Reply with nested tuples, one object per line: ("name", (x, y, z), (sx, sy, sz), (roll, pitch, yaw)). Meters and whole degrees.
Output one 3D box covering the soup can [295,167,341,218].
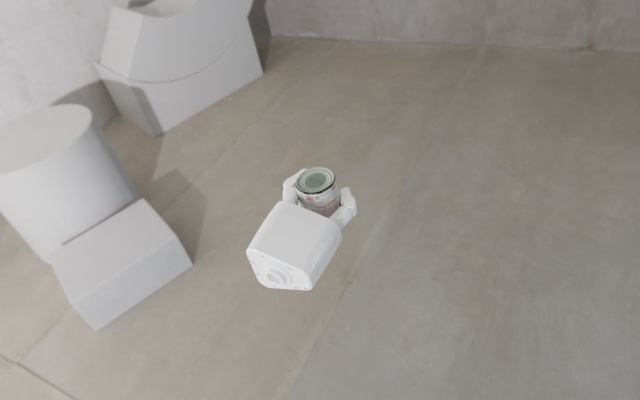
("soup can", (0.000, 0.002, 0.806), (0.068, 0.102, 0.068), (-8, 41, 7))
